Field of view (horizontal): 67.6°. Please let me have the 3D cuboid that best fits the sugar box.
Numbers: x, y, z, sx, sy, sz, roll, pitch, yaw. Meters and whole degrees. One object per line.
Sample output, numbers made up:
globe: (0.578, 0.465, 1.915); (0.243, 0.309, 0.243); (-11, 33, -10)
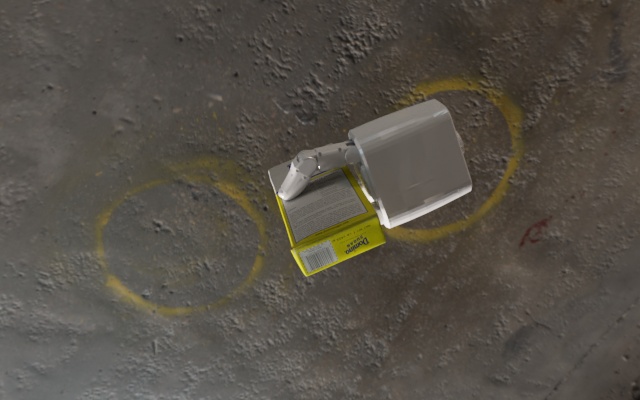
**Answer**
sugar box: (0.000, 0.002, 0.546); (0.093, 0.048, 0.176); (-23, 31, 0)
